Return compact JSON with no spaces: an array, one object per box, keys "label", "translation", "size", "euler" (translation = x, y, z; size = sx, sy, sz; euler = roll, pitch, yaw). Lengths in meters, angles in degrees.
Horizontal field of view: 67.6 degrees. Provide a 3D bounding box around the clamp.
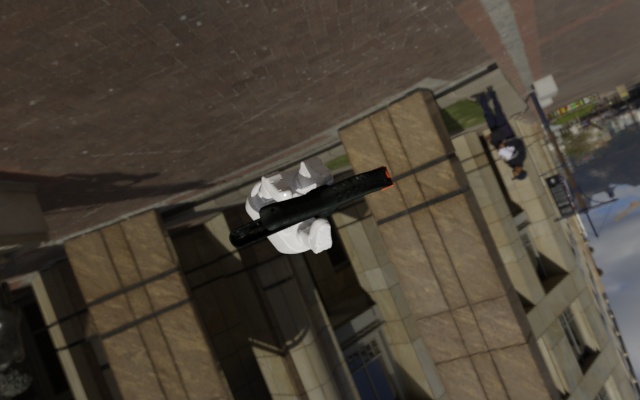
[{"label":"clamp","translation":[0.001,0.002,0.555],"size":[0.210,0.036,0.164],"euler":[-22,-2,-18]}]
